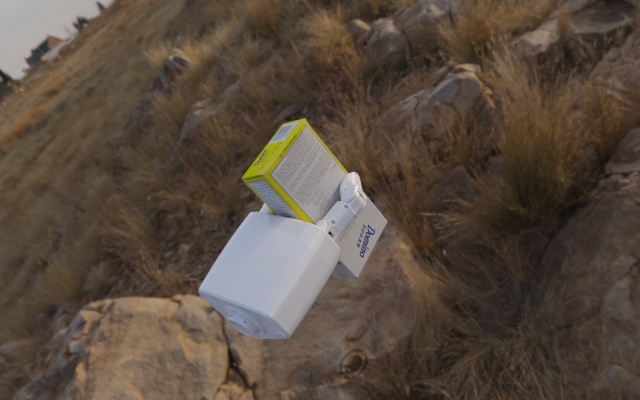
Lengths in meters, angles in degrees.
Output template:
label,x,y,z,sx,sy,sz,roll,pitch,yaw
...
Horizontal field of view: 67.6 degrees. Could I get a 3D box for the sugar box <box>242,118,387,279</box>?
label,x,y,z,sx,sy,sz,roll,pitch,yaw
sugar box,0.000,0.002,0.553,0.048,0.093,0.176,-4,-46,46
